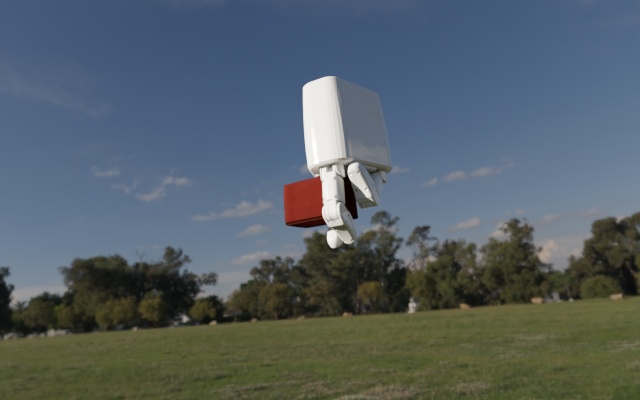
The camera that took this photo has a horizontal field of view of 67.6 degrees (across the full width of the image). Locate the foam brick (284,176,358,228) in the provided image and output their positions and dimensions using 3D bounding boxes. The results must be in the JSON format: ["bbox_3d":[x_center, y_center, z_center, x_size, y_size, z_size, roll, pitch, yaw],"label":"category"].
[{"bbox_3d":[0.000,0.002,0.593,0.078,0.051,0.053,-12,-13,25],"label":"foam brick"}]
